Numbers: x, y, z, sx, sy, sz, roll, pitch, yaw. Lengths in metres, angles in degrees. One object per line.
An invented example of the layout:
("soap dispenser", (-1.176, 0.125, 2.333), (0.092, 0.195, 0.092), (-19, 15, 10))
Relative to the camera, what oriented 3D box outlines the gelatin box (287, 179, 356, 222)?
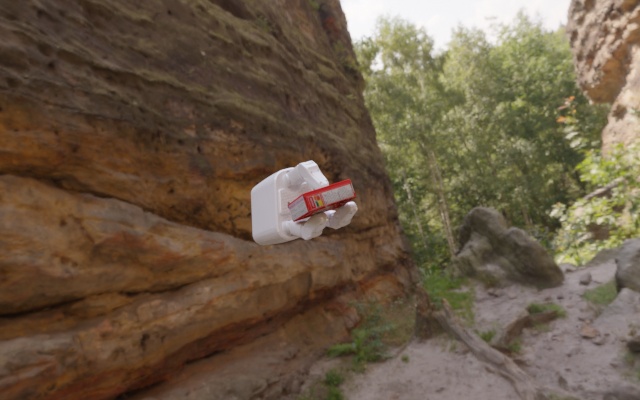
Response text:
("gelatin box", (0.000, 0.002, 0.679), (0.073, 0.030, 0.089), (-17, -6, -20))
